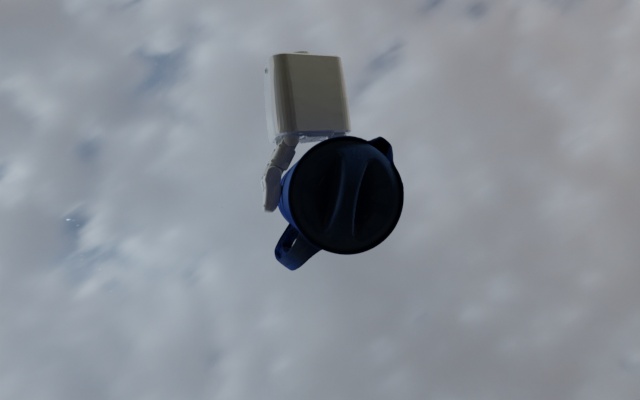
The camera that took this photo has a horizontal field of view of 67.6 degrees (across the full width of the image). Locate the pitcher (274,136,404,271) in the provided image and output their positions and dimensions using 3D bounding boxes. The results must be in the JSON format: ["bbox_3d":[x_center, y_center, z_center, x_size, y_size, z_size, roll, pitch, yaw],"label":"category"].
[{"bbox_3d":[0.000,0.002,0.639,0.149,0.145,0.243,-8,1,-12],"label":"pitcher"}]
